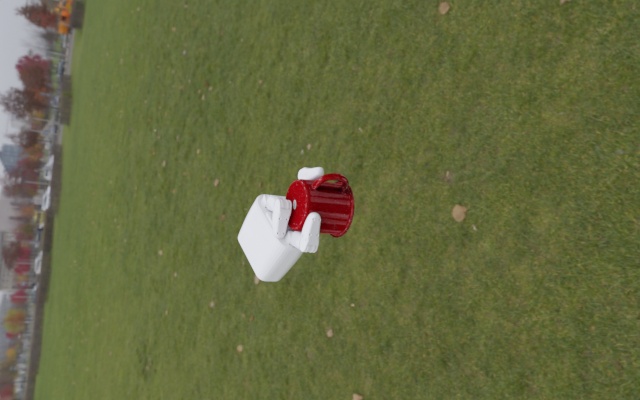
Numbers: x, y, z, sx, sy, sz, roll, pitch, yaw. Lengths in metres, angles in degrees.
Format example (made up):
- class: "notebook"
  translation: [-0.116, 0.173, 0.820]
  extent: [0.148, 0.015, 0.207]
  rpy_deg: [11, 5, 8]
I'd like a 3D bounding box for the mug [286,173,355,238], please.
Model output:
- class: "mug"
  translation: [0.001, 0.002, 0.747]
  extent: [0.081, 0.093, 0.117]
  rpy_deg: [6, -43, -29]
